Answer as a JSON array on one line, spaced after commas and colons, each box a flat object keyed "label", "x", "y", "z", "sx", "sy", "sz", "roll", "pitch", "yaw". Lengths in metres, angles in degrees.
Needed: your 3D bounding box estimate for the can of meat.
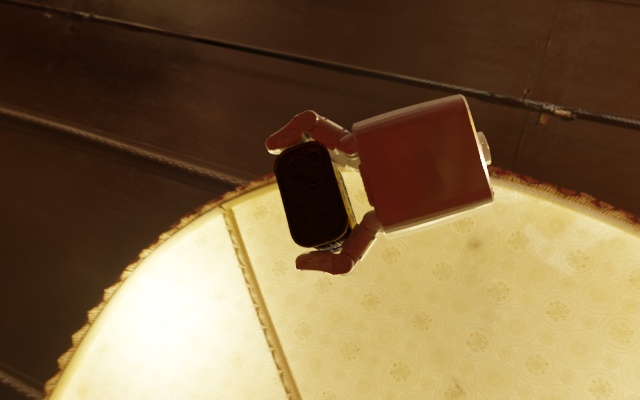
[{"label": "can of meat", "x": 0.000, "y": 0.002, "z": 0.490, "sx": 0.057, "sy": 0.102, "sz": 0.084, "roll": -19, "pitch": -16, "yaw": 10}]
